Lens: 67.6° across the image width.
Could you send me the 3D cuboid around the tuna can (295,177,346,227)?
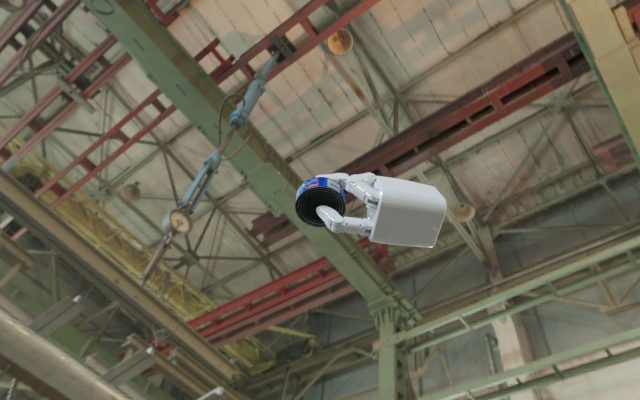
[{"bbox_3d":[0.000,0.002,0.815,0.086,0.086,0.033,0,36,1],"label":"tuna can"}]
